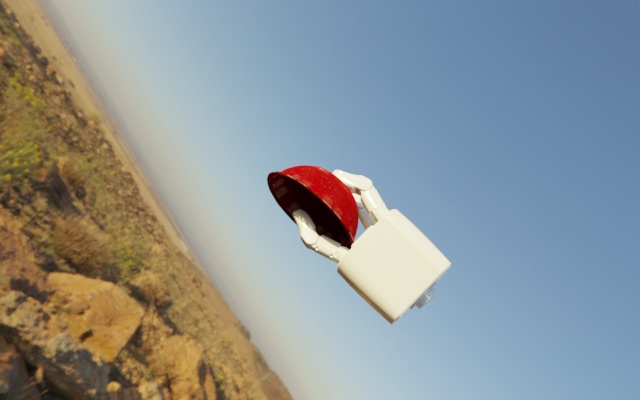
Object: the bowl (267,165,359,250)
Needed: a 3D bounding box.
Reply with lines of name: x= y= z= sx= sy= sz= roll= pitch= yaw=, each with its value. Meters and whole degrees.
bowl: x=-0.001 y=0.001 z=0.686 sx=0.055 sy=0.162 sz=0.162 roll=-48 pitch=21 yaw=-20
